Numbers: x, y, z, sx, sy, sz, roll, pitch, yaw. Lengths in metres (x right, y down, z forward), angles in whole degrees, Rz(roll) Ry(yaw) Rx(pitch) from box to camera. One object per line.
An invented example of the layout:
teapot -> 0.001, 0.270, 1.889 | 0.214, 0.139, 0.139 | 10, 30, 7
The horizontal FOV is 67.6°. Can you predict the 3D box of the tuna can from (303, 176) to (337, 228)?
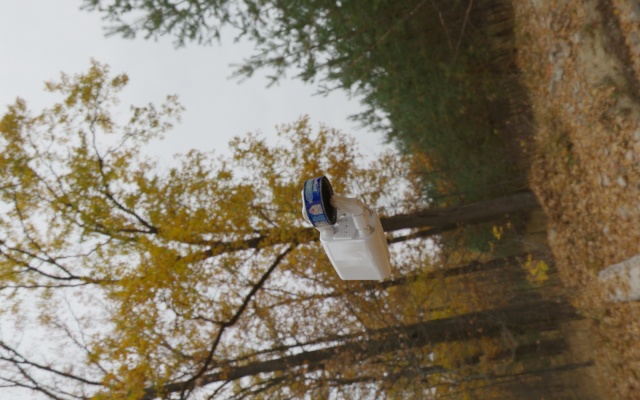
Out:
tuna can -> 0.000, 0.003, 0.818 | 0.034, 0.086, 0.086 | -11, -3, 15
